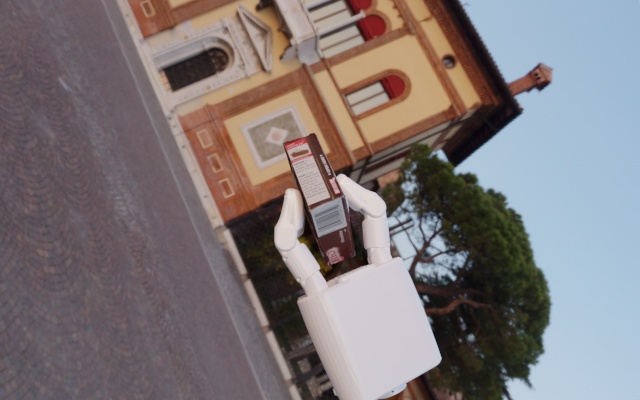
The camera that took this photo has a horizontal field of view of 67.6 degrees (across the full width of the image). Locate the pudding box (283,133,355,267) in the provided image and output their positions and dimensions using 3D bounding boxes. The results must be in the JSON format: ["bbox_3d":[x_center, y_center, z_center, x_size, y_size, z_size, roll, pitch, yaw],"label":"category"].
[{"bbox_3d":[0.000,0.002,0.490,0.039,0.090,0.114,-19,-36,-6],"label":"pudding box"}]
